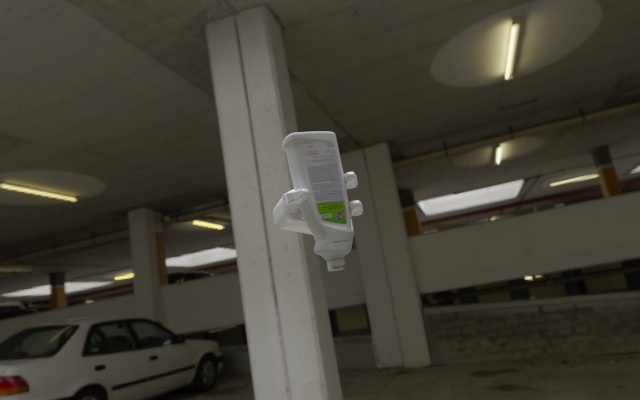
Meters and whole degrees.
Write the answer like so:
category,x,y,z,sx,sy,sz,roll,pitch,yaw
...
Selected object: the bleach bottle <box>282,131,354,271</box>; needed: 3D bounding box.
category,x,y,z,sx,sy,sz,roll,pitch,yaw
bleach bottle,0.000,0.003,0.867,0.102,0.250,0.068,-5,-13,-20
